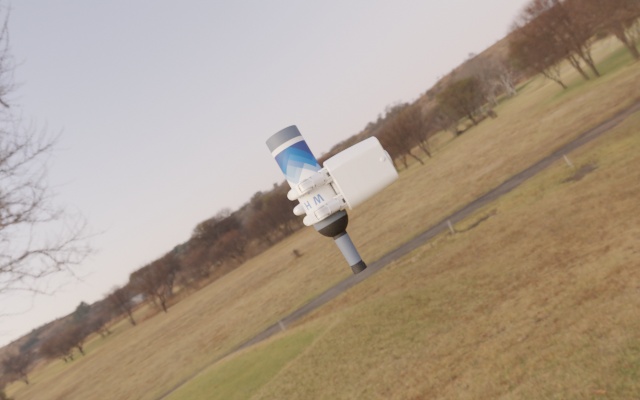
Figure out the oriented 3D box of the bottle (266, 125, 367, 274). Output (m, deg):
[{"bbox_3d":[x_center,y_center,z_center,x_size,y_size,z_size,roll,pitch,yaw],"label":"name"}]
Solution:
[{"bbox_3d":[0.000,0.003,0.886,0.069,0.295,0.069,-30,-2,-1],"label":"bottle"}]
